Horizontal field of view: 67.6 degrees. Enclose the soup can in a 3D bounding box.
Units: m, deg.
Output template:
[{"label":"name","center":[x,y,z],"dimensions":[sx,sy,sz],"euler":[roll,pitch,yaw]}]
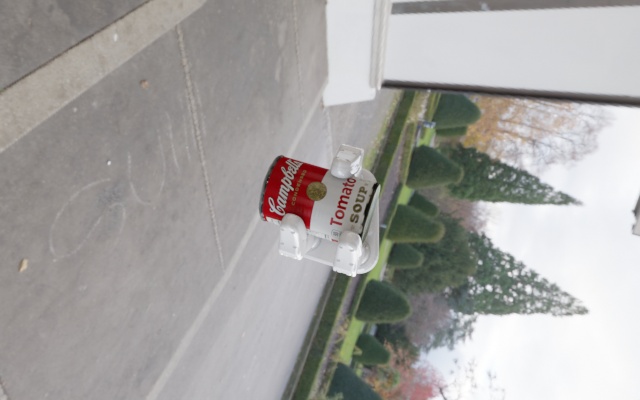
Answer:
[{"label":"soup can","center":[0.000,0.001,0.464],"dimensions":[0.102,0.068,0.068],"euler":[16,3,11]}]
